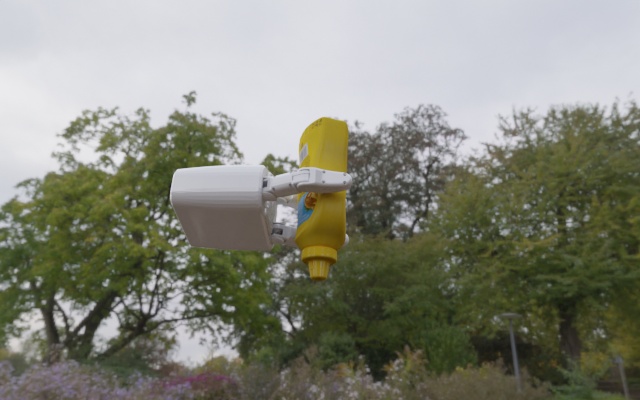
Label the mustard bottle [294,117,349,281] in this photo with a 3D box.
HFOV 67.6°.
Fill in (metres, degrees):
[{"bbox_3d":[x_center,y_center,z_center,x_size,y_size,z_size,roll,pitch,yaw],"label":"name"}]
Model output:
[{"bbox_3d":[0.000,0.002,0.578,0.058,0.191,0.096,11,-26,-18],"label":"mustard bottle"}]
